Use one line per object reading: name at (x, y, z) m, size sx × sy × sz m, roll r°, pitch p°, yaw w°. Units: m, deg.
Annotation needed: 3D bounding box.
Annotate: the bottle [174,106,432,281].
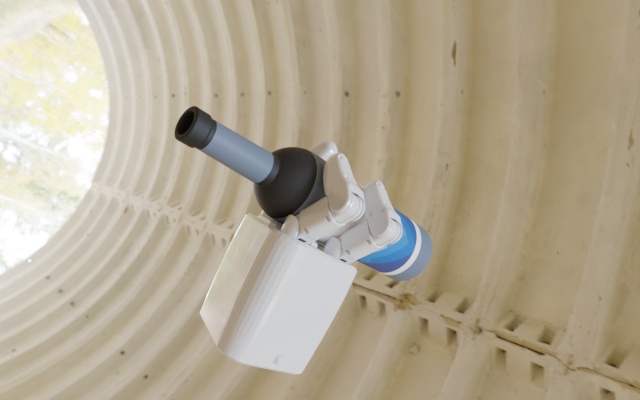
bottle at (0.000, 0.001, 0.432) m, size 0.069 × 0.069 × 0.296 m, roll 0°, pitch -22°, yaw 44°
